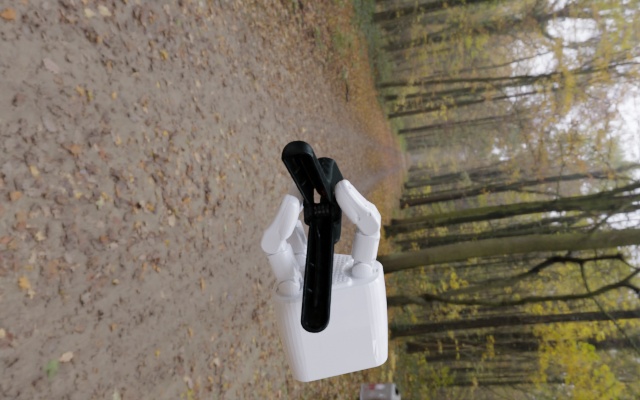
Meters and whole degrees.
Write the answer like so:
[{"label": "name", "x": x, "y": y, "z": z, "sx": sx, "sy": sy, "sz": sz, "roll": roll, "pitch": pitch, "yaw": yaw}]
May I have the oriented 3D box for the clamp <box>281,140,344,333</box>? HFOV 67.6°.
[{"label": "clamp", "x": 0.001, "y": 0.002, "z": 0.469, "sx": 0.036, "sy": 0.165, "sz": 0.210, "roll": -2, "pitch": 22, "yaw": 9}]
